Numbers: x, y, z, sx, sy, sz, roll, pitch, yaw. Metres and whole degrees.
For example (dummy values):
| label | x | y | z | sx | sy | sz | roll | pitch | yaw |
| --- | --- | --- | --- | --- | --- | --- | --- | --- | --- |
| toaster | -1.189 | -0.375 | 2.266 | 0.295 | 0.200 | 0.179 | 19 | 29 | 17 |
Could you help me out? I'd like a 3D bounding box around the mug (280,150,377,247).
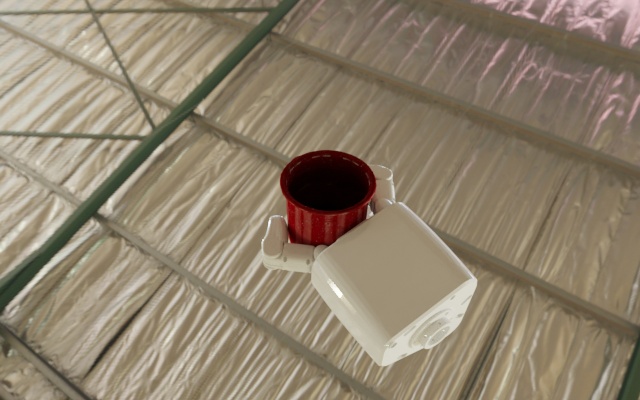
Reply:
| label | x | y | z | sx | sy | sz | roll | pitch | yaw |
| --- | --- | --- | --- | --- | --- | --- | --- | --- | --- |
| mug | -0.001 | 0.001 | 0.494 | 0.093 | 0.082 | 0.117 | -23 | 50 | -23 |
